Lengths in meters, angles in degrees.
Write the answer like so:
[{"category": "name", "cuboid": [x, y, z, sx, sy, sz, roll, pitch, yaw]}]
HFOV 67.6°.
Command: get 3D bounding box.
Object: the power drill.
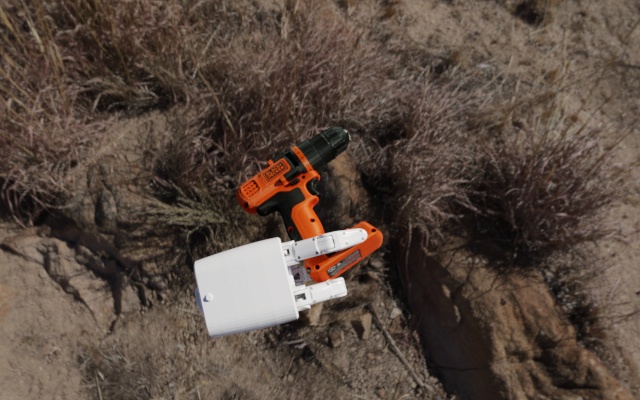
[{"category": "power drill", "cuboid": [0.000, 0.003, 0.647, 0.184, 0.187, 0.057, -35, -28, -4]}]
